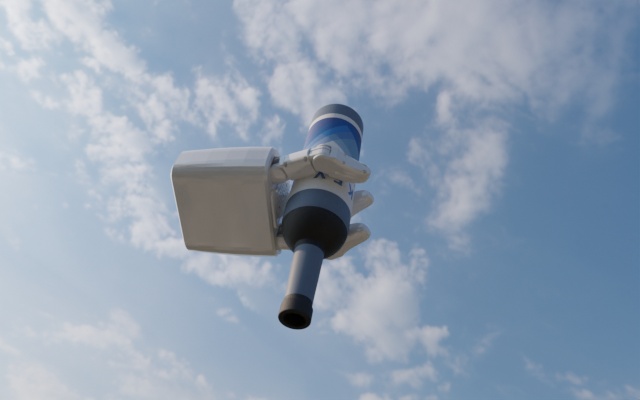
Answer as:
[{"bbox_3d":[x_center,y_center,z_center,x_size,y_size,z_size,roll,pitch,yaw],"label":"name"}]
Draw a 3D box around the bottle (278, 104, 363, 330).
[{"bbox_3d":[0.000,0.001,0.495,0.069,0.069,0.295,0,40,11],"label":"bottle"}]
